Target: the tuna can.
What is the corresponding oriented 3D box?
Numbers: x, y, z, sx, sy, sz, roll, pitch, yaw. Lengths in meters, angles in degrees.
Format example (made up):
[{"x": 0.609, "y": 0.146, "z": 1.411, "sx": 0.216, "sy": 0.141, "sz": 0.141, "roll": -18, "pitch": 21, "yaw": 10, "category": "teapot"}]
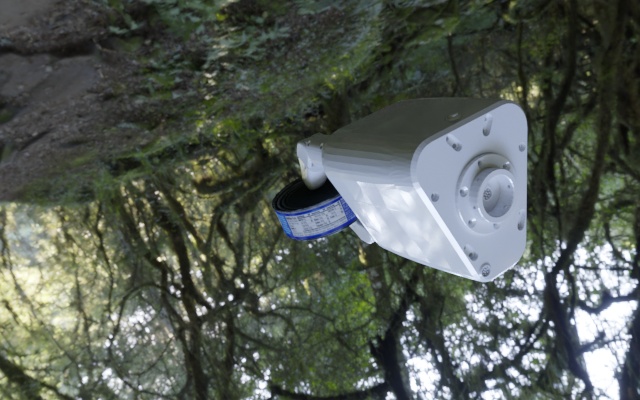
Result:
[{"x": 0.000, "y": 0.002, "z": 0.448, "sx": 0.086, "sy": 0.034, "sz": 0.086, "roll": -19, "pitch": 22, "yaw": 8, "category": "tuna can"}]
